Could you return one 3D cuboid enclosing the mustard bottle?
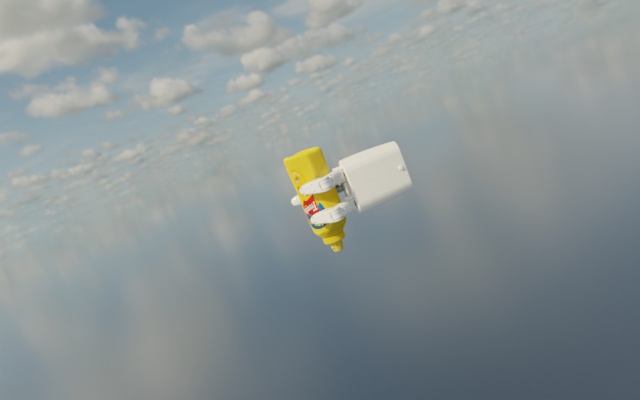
[{"bbox_3d":[0.000,0.003,0.860,0.058,0.191,0.096,-27,11,-29],"label":"mustard bottle"}]
